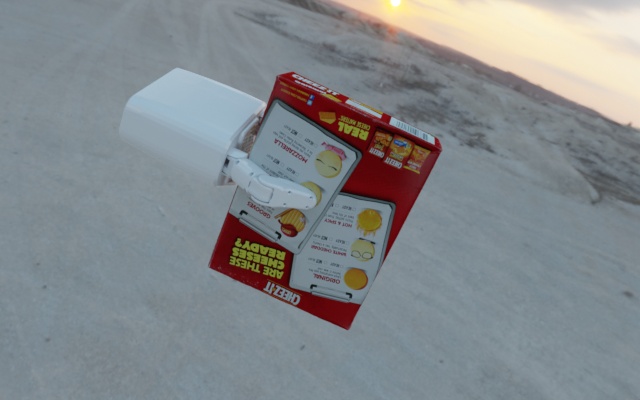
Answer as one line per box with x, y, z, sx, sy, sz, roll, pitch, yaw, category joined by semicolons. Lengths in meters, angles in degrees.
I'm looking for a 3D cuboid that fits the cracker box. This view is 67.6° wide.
0.000;0.002;0.487;0.164;0.214;0.072;24;21;2;cracker box
